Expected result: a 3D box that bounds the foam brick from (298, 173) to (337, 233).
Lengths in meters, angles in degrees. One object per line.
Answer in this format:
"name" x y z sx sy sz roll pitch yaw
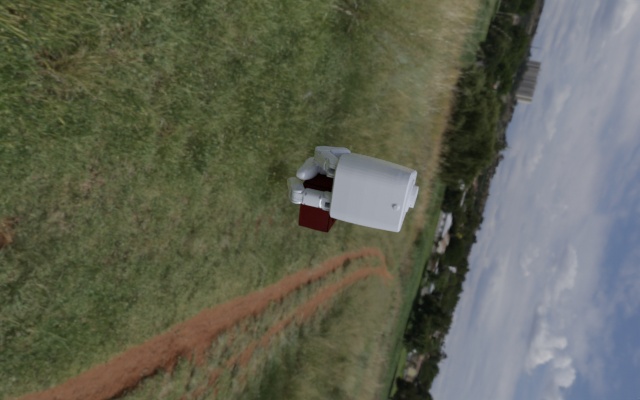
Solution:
"foam brick" 0.000 0.003 0.756 0.051 0.078 0.053 14 27 12
